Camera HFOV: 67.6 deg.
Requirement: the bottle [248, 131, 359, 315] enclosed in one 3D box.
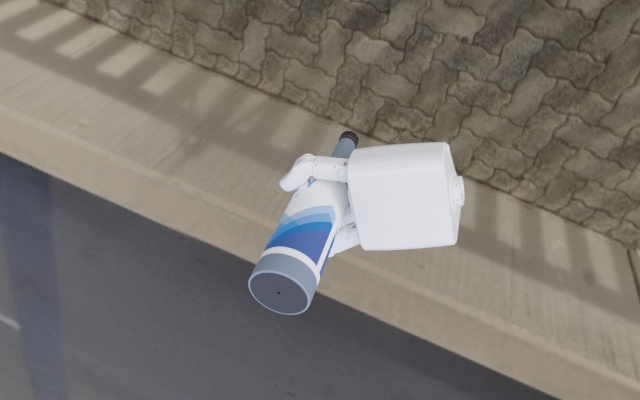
[{"bbox_3d":[0.000,0.002,0.585,0.069,0.069,0.295,0,39,22],"label":"bottle"}]
